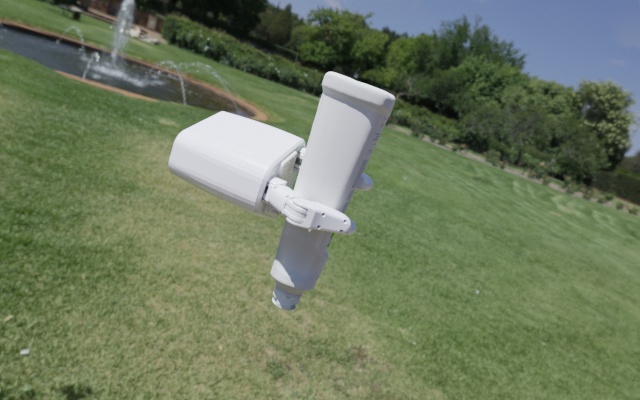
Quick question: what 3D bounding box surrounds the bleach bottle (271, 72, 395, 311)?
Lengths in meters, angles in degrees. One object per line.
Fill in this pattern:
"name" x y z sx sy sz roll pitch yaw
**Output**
"bleach bottle" 0.000 0.002 0.492 0.068 0.251 0.102 23 14 9
